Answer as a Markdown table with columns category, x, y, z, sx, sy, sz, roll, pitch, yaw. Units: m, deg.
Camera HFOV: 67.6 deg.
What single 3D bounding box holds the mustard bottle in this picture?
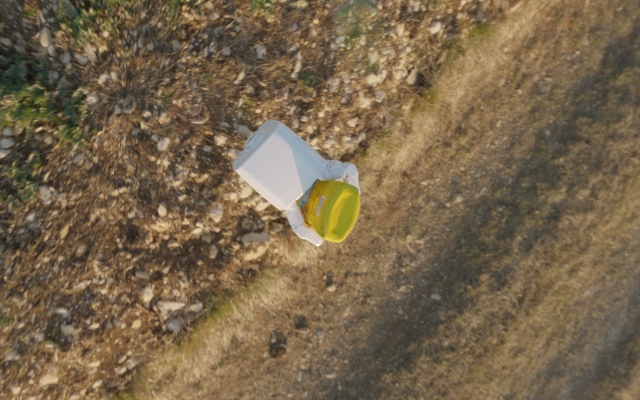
| category | x | y | z | sx | sy | sz | roll | pitch | yaw |
| --- | --- | --- | --- | --- | --- | --- | --- | --- | --- |
| mustard bottle | 0.001 | 0.003 | 0.835 | 0.058 | 0.096 | 0.191 | 14 | 6 | -24 |
